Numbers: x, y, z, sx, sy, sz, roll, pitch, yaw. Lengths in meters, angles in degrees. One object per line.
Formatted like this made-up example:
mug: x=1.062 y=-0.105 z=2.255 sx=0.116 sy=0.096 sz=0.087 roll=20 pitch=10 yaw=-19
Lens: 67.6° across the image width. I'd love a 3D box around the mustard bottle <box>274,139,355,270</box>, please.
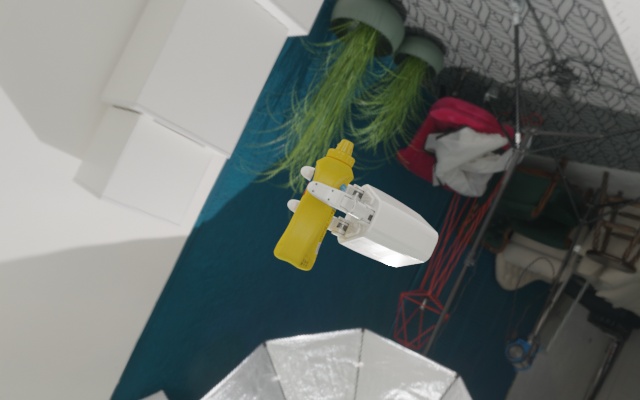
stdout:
mustard bottle: x=0.000 y=0.002 z=0.680 sx=0.058 sy=0.191 sz=0.096 roll=25 pitch=-4 yaw=8
